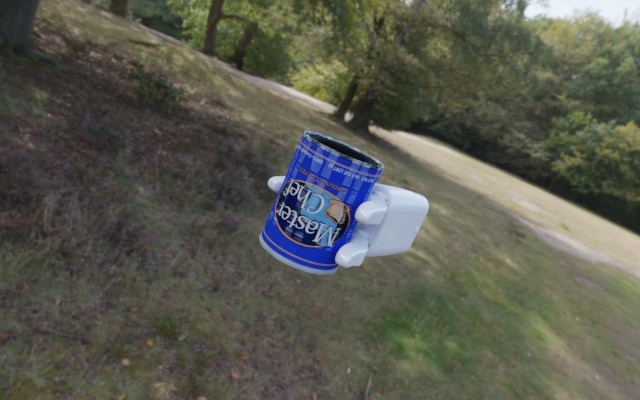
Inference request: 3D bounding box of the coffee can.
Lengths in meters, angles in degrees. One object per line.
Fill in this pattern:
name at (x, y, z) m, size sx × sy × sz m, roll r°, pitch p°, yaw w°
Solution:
coffee can at (0.000, 0.002, 0.565) m, size 0.103 × 0.140 × 0.102 m, roll 22°, pitch 14°, yaw -6°
